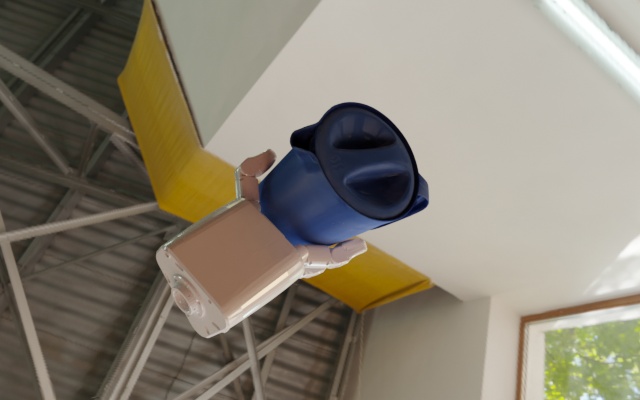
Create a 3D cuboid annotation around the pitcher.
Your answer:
[{"bbox_3d":[0.000,0.002,0.577,0.145,0.149,0.243,-35,1,-39],"label":"pitcher"}]
